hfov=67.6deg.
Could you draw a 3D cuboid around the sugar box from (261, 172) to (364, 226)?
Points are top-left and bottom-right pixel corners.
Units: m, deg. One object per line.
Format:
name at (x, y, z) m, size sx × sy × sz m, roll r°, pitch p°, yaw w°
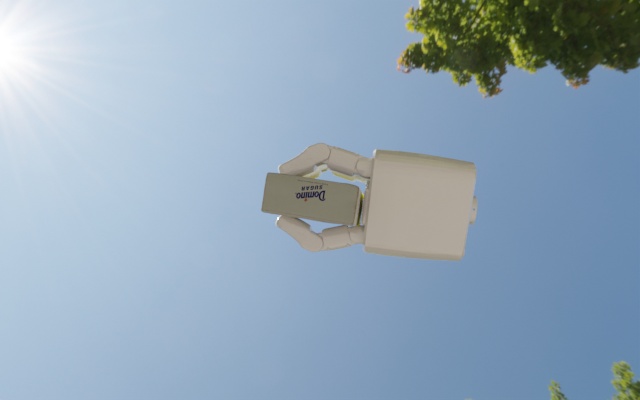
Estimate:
sugar box at (0.000, 0.001, 0.537) m, size 0.093 × 0.048 × 0.176 m, roll 9°, pitch -4°, yaw 7°
